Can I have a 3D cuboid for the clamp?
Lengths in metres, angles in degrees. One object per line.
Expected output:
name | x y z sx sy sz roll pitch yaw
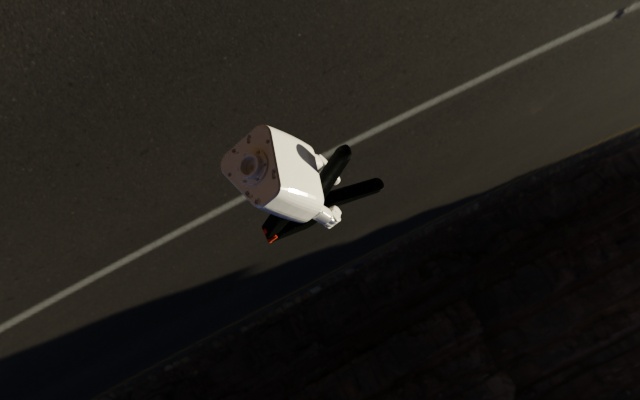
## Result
clamp | 0.000 0.003 0.765 0.210 0.036 0.164 -37 -30 18
